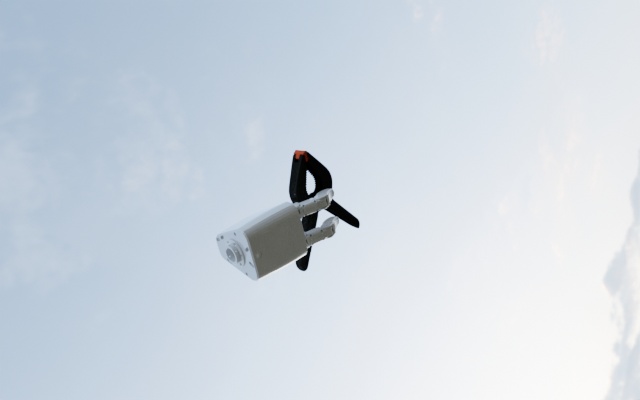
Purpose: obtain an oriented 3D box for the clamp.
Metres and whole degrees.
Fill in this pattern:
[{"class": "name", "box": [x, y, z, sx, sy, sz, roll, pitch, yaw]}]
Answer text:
[{"class": "clamp", "box": [-0.001, 0.002, 0.869, 0.164, 0.210, 0.036, -28, 25, -38]}]
